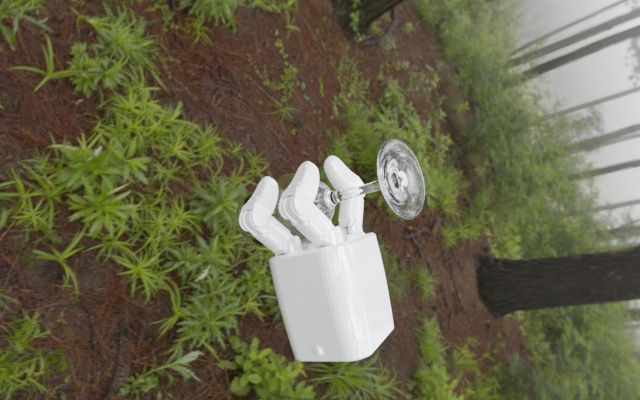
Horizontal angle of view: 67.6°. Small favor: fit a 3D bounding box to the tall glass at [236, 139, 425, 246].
[{"bbox_3d":[0.001,0.001,0.489,0.201,0.079,0.079,-16,-10,40],"label":"tall glass"}]
